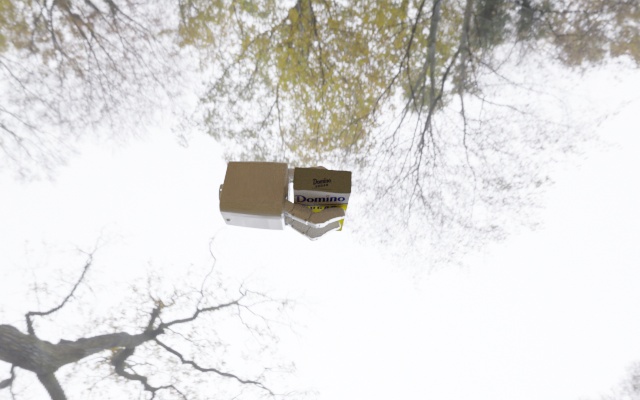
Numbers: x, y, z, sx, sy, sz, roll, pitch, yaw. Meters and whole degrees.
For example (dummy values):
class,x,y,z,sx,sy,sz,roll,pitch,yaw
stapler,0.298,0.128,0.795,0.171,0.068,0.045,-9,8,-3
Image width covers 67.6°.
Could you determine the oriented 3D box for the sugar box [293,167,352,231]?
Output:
class,x,y,z,sx,sy,sz,roll,pitch,yaw
sugar box,0.000,0.003,0.815,0.093,0.048,0.176,4,-21,0
